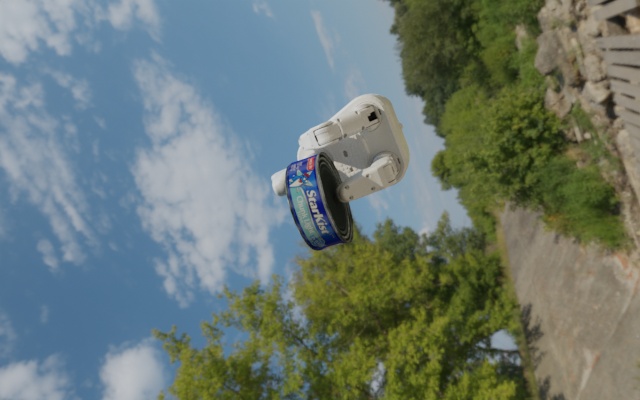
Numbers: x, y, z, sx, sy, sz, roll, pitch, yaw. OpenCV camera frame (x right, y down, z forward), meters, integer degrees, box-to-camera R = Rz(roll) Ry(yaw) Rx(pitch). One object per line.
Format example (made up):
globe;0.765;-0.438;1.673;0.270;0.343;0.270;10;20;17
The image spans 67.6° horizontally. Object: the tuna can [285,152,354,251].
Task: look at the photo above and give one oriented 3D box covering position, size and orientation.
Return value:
tuna can;0.000;0.002;0.434;0.034;0.086;0.086;-17;-5;15
